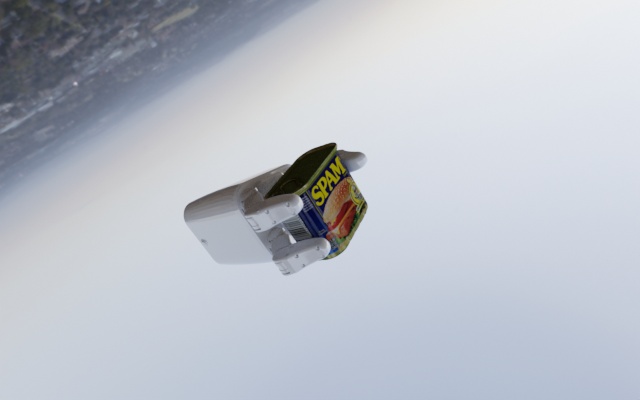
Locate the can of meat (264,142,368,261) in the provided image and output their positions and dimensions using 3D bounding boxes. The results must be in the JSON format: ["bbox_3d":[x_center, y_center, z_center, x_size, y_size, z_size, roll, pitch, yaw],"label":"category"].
[{"bbox_3d":[0.000,0.002,0.506,0.057,0.084,0.102,-14,28,38],"label":"can of meat"}]
